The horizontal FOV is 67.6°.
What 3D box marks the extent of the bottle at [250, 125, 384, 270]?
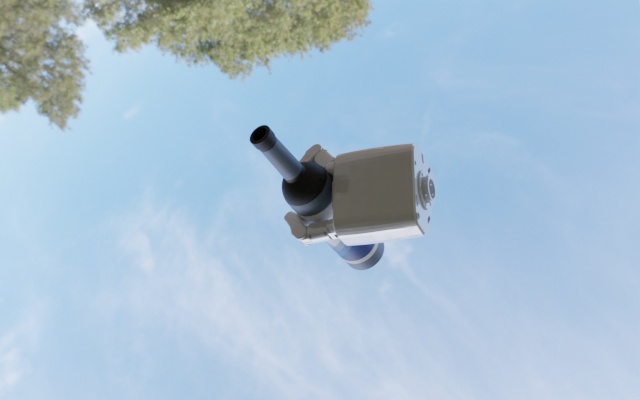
[{"bbox_3d":[0.000,0.002,0.644,0.069,0.069,0.296,0,-32,34],"label":"bottle"}]
